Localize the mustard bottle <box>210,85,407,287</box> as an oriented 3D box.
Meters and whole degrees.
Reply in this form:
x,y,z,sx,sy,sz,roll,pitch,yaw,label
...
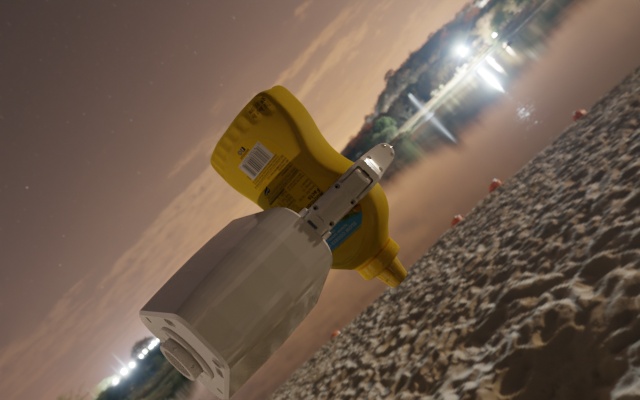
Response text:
x,y,z,sx,sy,sz,roll,pitch,yaw,label
0.000,0.001,0.406,0.096,0.191,0.058,-45,0,33,mustard bottle
